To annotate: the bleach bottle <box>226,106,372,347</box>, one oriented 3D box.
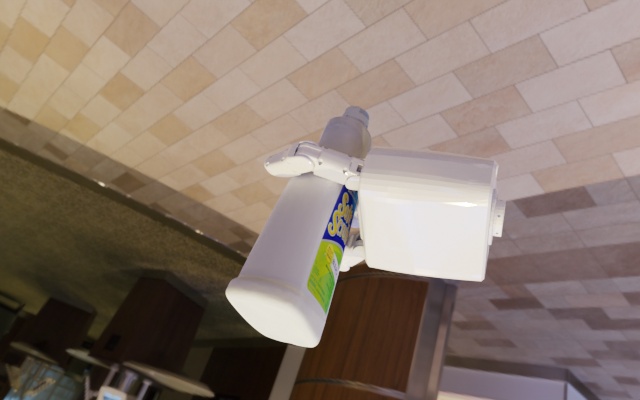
[{"bbox_3d":[0.000,0.002,0.455,0.068,0.250,0.103,7,-34,22],"label":"bleach bottle"}]
